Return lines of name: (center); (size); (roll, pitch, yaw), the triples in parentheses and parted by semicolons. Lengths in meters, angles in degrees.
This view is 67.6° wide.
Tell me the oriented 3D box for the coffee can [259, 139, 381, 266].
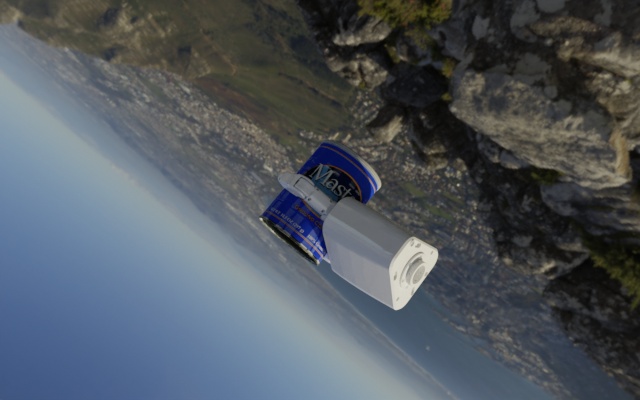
coffee can: (0.000, 0.002, 0.651); (0.103, 0.140, 0.103); (37, -12, 9)
